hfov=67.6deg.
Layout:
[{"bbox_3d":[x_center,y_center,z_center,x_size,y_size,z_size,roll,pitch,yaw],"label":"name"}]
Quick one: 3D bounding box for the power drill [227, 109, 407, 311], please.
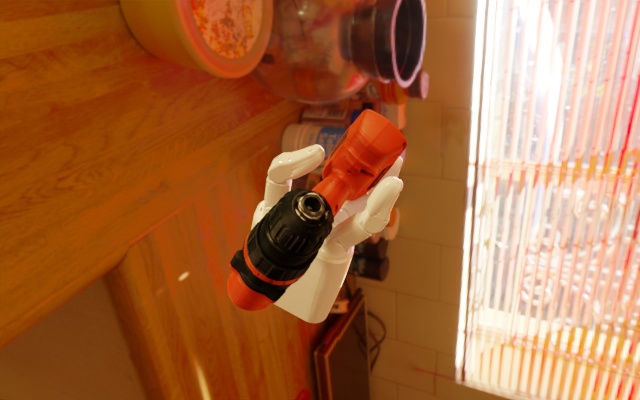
[{"bbox_3d":[0.000,0.001,0.409,0.187,0.057,0.184,-47,-1,-34],"label":"power drill"}]
